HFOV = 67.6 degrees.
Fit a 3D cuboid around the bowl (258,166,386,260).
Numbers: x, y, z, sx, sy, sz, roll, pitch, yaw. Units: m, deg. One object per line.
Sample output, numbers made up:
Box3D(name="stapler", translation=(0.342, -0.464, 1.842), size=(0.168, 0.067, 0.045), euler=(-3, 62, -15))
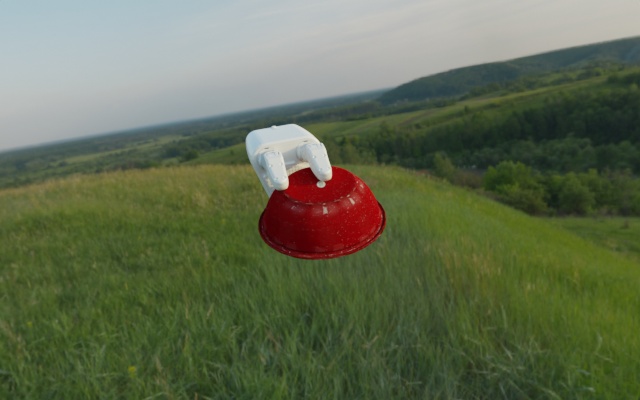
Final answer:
Box3D(name="bowl", translation=(0.001, 0.002, 0.589), size=(0.162, 0.055, 0.162), euler=(-3, 33, 2))
